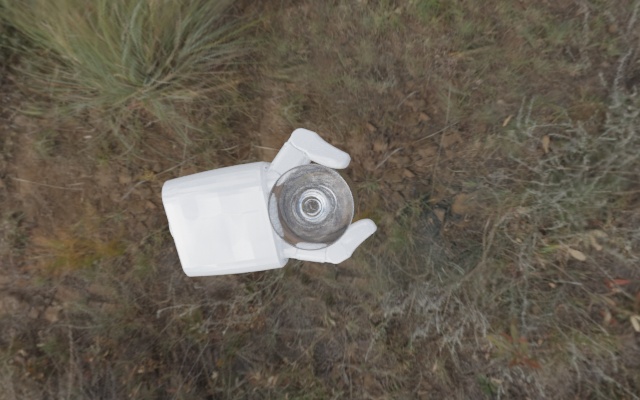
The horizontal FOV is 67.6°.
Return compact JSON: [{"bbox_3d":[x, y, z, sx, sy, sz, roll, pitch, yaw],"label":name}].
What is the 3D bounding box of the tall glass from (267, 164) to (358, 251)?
[{"bbox_3d":[0.000,0.002,0.503,0.079,0.079,0.201,0,3,6],"label":"tall glass"}]
